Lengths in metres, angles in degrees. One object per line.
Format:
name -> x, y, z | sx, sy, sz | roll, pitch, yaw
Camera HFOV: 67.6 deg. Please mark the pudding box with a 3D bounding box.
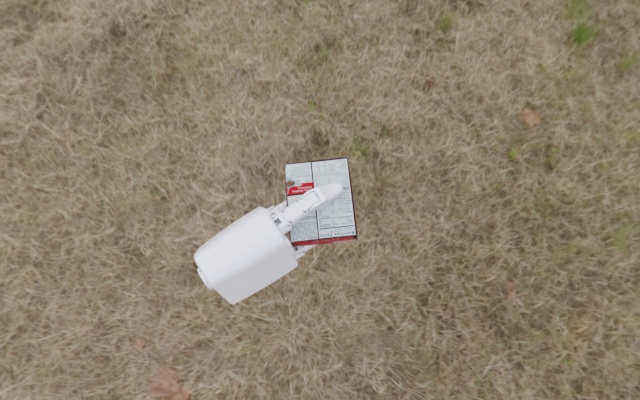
pudding box -> 0.000, 0.002, 0.638 | 0.090, 0.113, 0.039 | -6, -12, 0
